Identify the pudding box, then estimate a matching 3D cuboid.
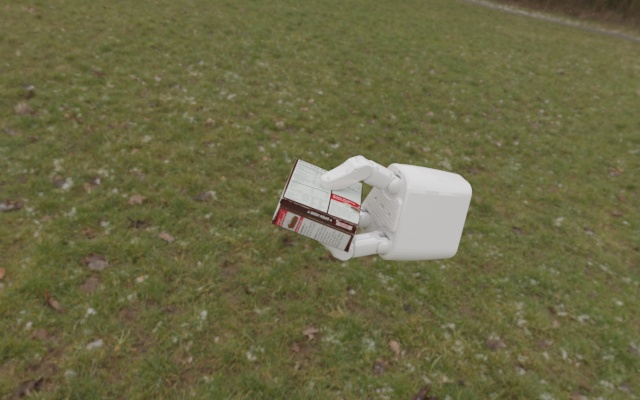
[{"bbox_3d":[0.000,0.002,0.547,0.090,0.039,0.113,20,26,-3],"label":"pudding box"}]
